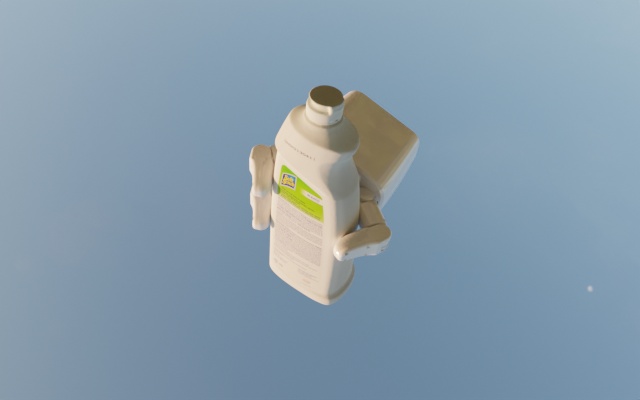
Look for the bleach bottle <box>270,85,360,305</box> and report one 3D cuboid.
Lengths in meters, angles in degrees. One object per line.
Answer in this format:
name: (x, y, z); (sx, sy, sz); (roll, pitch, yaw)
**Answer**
bleach bottle: (0.000, 0.002, 0.475); (0.102, 0.251, 0.068); (29, 52, 17)
